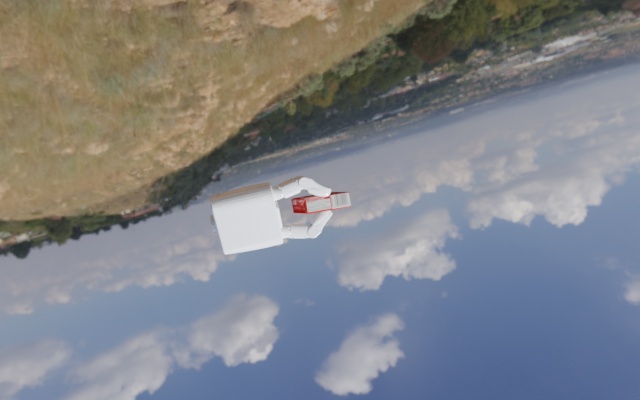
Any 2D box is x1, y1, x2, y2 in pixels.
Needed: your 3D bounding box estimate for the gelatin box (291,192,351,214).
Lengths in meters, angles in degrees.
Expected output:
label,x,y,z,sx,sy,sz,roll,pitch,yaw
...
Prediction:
label,x,y,z,sx,sy,sz,roll,pitch,yaw
gelatin box,0.001,0.003,0.865,0.089,0.030,0.073,-9,4,-20
